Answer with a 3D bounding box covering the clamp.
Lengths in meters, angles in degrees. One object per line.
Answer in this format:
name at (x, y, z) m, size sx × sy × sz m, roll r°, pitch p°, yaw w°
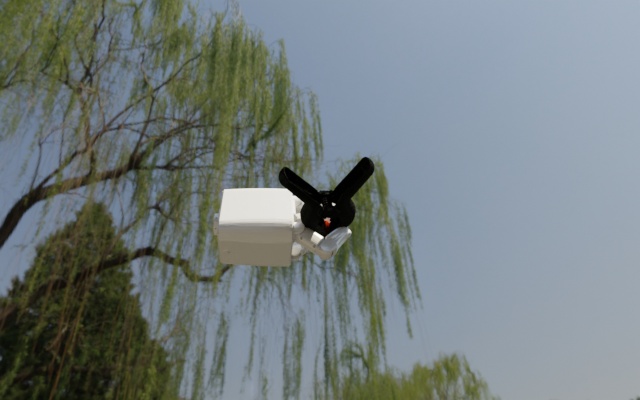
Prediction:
clamp at (0.000, 0.002, 0.653) m, size 0.120 × 0.039 × 0.172 m, roll 3°, pitch -38°, yaw -7°
